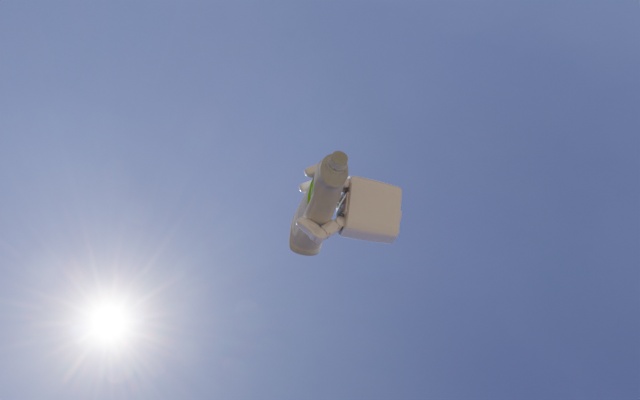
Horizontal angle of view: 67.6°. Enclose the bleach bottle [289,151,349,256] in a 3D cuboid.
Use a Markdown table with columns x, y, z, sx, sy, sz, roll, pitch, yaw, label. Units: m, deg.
| x | y | z | sx | sy | sz | roll | pitch | yaw | label |
| --- | --- | --- | --- | --- | --- | --- | --- | --- | --- |
| 0.000 | 0.003 | 0.887 | 0.068 | 0.102 | 0.251 | 11 | -35 | -10 | bleach bottle |
